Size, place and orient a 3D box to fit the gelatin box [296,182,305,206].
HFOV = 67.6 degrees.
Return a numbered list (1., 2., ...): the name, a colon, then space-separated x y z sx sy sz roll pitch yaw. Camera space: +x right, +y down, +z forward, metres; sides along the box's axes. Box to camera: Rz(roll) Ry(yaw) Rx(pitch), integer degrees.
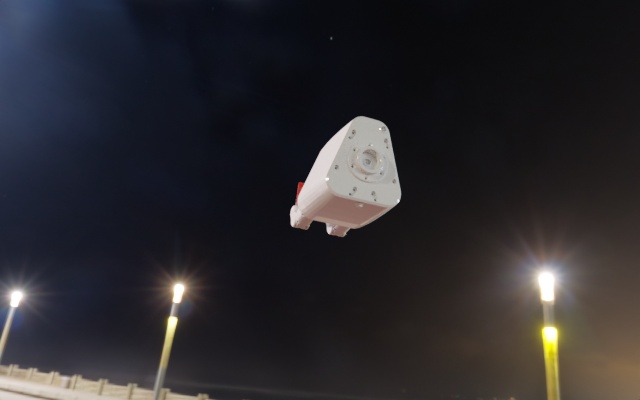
1. gelatin box: 0.000 0.002 0.715 0.073 0.030 0.089 9 -13 -3
